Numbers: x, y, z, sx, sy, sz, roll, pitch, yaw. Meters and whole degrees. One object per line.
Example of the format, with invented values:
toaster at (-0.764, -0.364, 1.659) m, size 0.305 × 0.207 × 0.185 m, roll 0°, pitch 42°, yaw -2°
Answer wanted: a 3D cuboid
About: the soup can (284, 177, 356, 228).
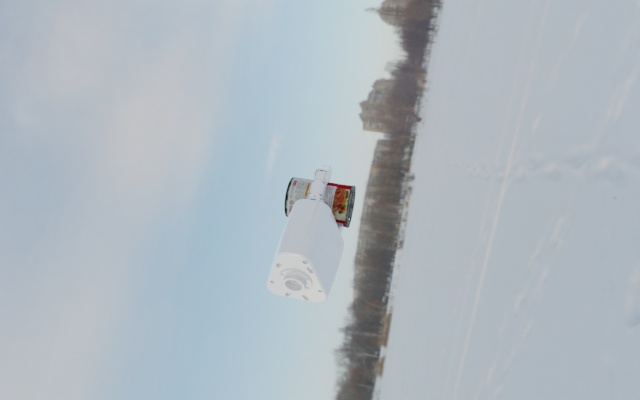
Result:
soup can at (0.000, 0.002, 0.764) m, size 0.102 × 0.068 × 0.068 m, roll 9°, pitch 1°, yaw 10°
